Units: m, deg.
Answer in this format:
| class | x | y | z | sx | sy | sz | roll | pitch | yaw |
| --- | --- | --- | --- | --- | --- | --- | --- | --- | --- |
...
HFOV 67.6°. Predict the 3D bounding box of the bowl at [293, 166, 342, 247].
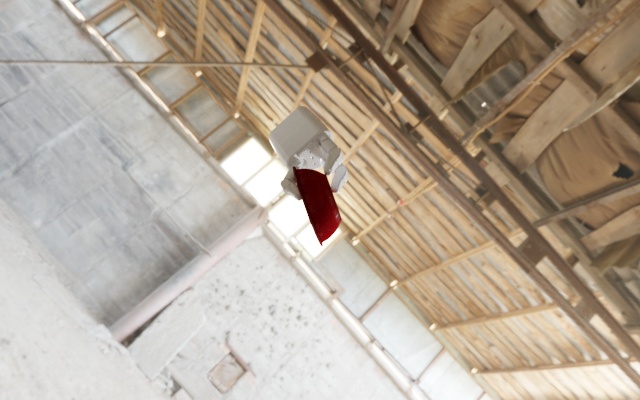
| class | x | y | z | sx | sy | sz | roll | pitch | yaw |
| --- | --- | --- | --- | --- | --- | --- | --- | --- | --- |
| bowl | 0.001 | 0.004 | 0.898 | 0.055 | 0.162 | 0.162 | -19 | -1 | 2 |
